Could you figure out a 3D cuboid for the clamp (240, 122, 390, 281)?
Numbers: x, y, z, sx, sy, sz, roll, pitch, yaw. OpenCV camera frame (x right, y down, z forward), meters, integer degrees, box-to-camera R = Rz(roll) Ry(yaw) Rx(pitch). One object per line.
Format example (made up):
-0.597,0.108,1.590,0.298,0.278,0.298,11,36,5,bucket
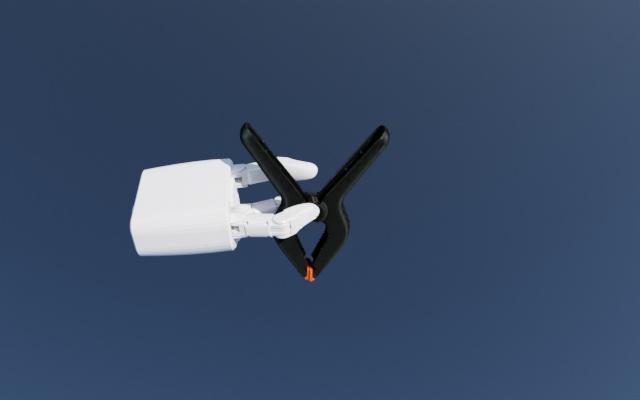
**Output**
0.000,0.003,0.565,0.164,0.210,0.036,-5,29,-2,clamp
